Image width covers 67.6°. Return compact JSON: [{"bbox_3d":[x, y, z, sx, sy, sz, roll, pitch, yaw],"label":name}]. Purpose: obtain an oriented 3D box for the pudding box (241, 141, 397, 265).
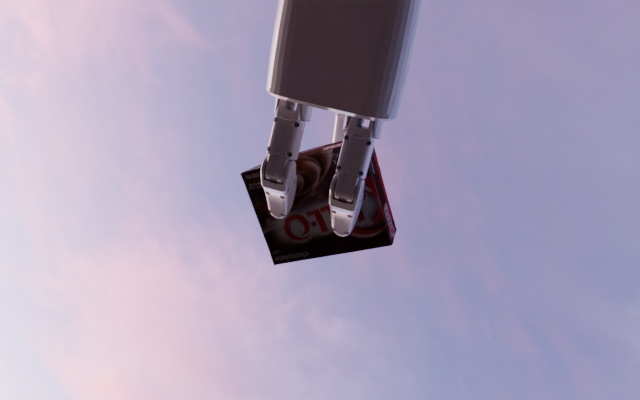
[{"bbox_3d":[0.000,0.001,0.410,0.113,0.090,0.039,-12,15,23],"label":"pudding box"}]
